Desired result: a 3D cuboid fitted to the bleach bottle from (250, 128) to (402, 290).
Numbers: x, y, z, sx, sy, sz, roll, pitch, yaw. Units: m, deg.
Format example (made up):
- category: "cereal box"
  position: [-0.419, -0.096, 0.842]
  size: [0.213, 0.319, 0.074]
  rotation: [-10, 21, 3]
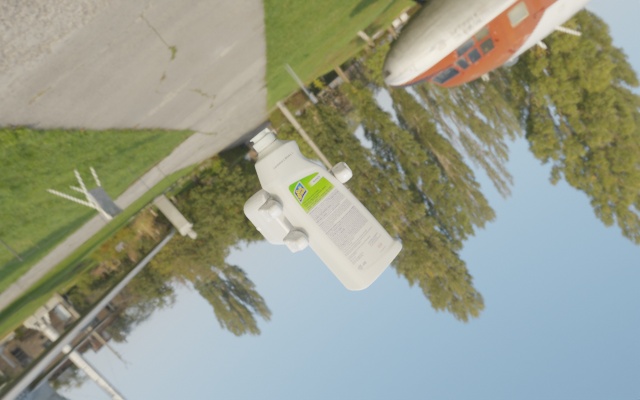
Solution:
- category: "bleach bottle"
  position: [0.000, 0.002, 0.662]
  size: [0.102, 0.251, 0.068]
  rotation: [-44, 11, -27]
